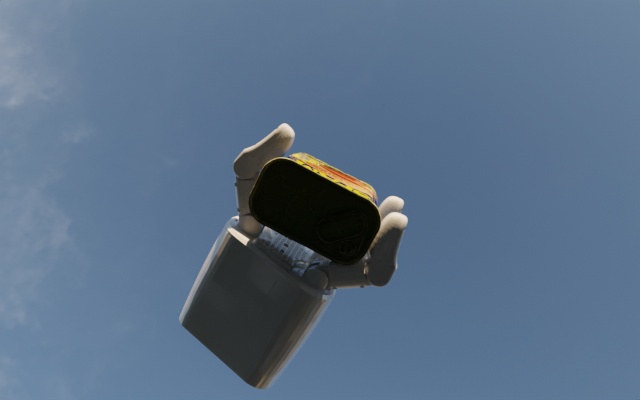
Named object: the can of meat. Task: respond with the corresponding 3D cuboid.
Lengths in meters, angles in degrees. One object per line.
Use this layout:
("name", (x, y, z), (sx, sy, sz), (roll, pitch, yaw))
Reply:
("can of meat", (0.000, 0.001, 0.408), (0.102, 0.057, 0.084), (27, 13, 1))
